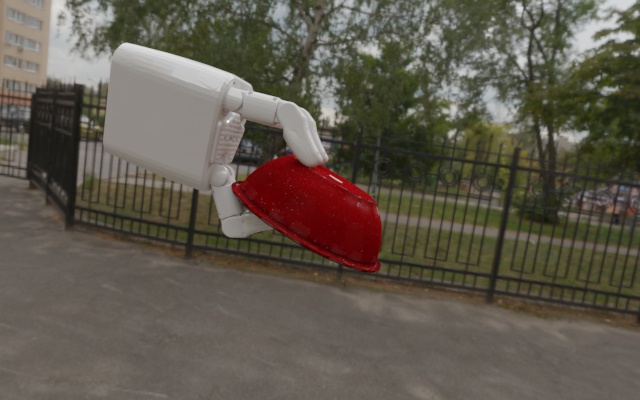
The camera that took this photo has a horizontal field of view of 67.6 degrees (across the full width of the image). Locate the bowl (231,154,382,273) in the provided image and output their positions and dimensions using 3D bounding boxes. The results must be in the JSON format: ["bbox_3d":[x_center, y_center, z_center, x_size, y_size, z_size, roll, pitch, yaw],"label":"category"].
[{"bbox_3d":[0.001,0.002,0.453,0.162,0.055,0.162,30,8,-5],"label":"bowl"}]
